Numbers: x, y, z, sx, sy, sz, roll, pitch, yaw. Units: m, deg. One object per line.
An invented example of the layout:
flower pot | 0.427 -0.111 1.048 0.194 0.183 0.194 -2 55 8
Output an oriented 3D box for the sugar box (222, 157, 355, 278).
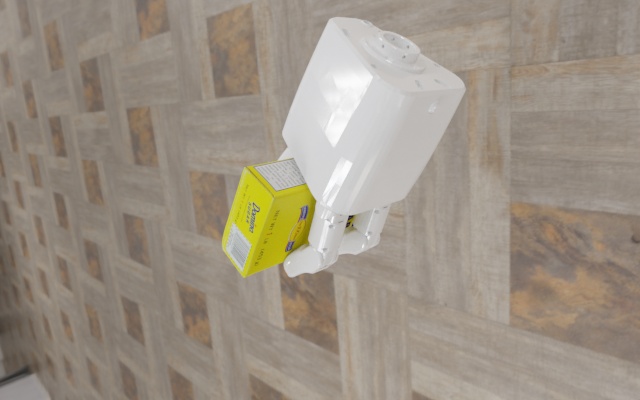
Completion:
sugar box | 0.000 0.002 0.439 0.176 0.093 0.048 -15 51 -41
